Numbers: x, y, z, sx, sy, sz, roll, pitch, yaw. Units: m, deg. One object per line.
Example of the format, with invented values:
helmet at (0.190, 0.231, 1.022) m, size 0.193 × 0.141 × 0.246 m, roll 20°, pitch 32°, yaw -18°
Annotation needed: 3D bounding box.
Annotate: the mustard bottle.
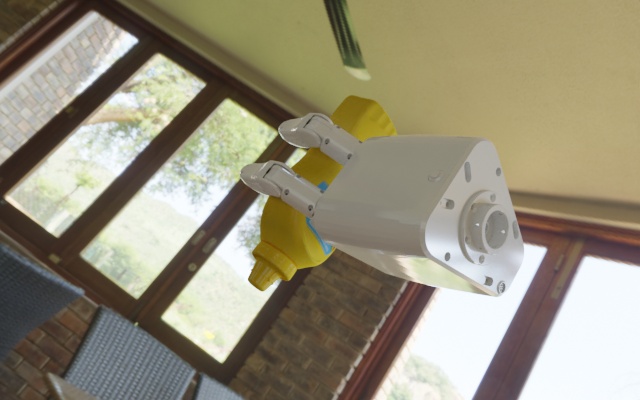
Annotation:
mustard bottle at (0.000, 0.001, 0.436) m, size 0.058 × 0.191 × 0.096 m, roll 24°, pitch -24°, yaw 33°
